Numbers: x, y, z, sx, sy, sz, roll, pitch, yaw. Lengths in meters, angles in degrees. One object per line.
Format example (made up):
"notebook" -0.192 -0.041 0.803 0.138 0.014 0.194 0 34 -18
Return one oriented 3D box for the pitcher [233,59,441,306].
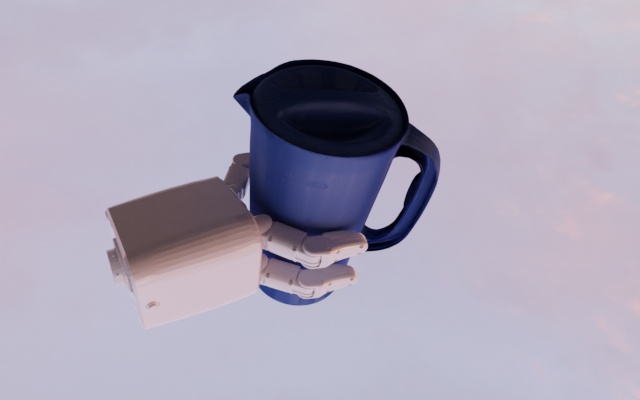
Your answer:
"pitcher" 0.000 0.002 0.470 0.145 0.149 0.243 -17 -37 -26
